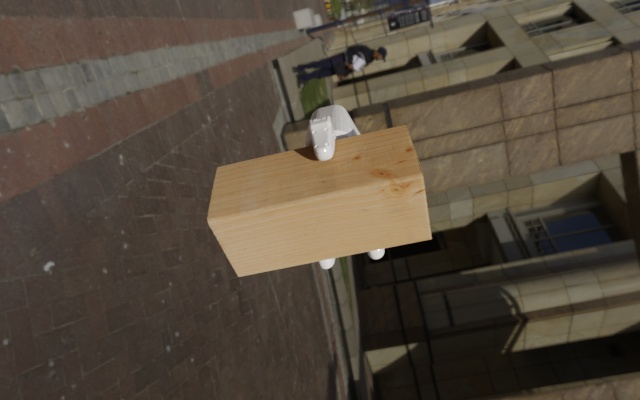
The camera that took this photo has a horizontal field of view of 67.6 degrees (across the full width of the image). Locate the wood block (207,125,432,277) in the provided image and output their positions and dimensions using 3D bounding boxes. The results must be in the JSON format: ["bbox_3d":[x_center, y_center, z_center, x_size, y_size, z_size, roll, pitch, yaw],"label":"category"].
[{"bbox_3d":[0.000,0.001,0.498,0.206,0.091,0.090,-12,40,7],"label":"wood block"}]
